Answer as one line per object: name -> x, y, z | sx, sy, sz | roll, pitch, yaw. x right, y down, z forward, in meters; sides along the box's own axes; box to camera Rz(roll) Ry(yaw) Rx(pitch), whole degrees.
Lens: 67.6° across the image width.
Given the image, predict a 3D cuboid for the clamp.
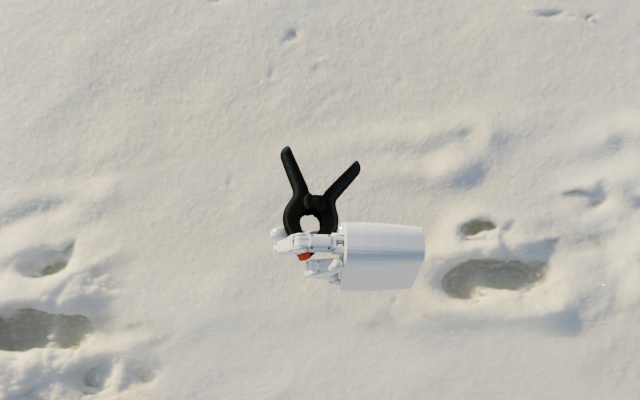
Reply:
clamp -> 0.000, 0.002, 0.685 | 0.120, 0.171, 0.039 | 1, -20, -2
